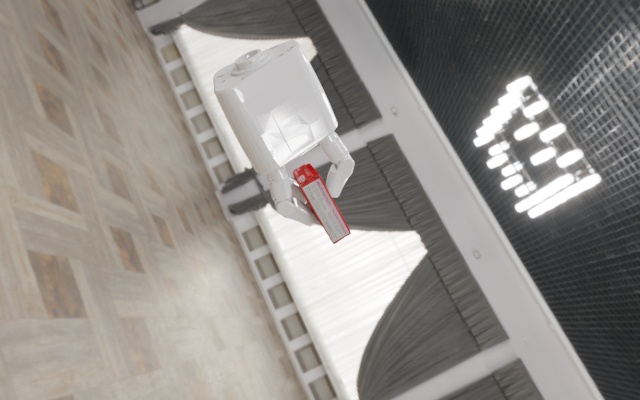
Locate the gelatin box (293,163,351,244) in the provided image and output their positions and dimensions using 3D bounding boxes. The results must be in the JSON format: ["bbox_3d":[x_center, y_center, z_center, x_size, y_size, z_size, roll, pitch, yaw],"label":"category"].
[{"bbox_3d":[0.001,0.002,0.600,0.030,0.089,0.073,-30,19,0],"label":"gelatin box"}]
